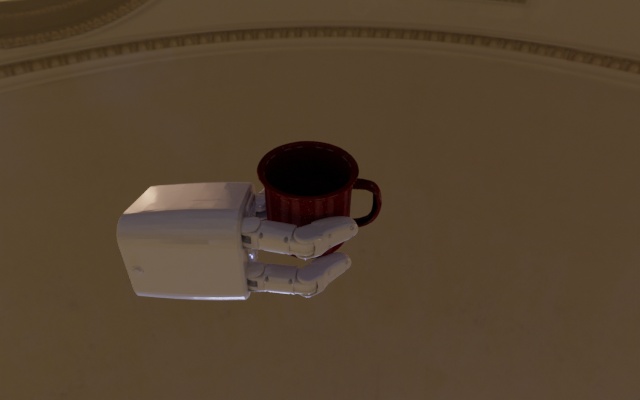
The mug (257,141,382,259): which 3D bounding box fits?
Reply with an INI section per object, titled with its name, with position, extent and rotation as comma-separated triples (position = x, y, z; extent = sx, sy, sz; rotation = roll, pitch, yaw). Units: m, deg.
[mug]
position = 0.002, 0.002, 0.461
extent = 0.117, 0.082, 0.093
rotation = 1, 39, 0
